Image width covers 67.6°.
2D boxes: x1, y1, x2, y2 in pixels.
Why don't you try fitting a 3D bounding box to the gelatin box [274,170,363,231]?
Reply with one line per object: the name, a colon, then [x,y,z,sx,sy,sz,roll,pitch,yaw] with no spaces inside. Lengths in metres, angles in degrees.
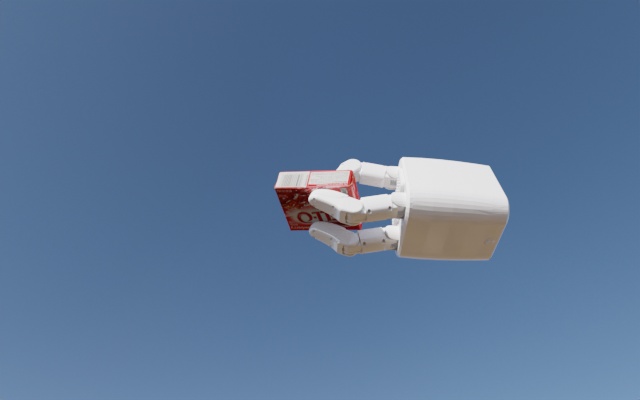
gelatin box: [0.000,0.001,0.547,0.089,0.030,0.073,-1,-44,16]
